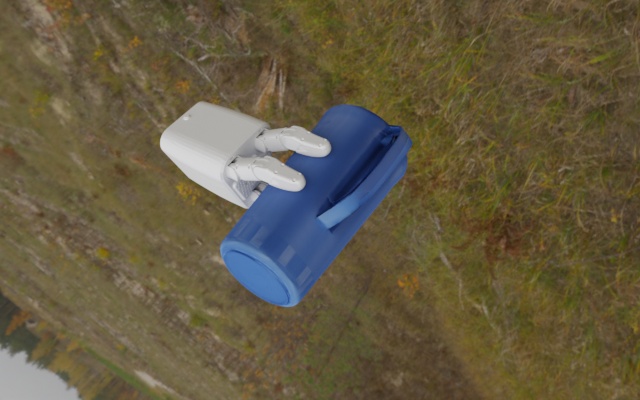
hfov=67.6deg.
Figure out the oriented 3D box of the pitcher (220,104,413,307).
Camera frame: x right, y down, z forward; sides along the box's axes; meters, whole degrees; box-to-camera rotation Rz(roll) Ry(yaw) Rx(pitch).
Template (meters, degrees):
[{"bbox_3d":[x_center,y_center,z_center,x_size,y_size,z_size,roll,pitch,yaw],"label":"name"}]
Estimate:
[{"bbox_3d":[0.000,0.002,0.570,0.145,0.242,0.149,26,-33,21],"label":"pitcher"}]
